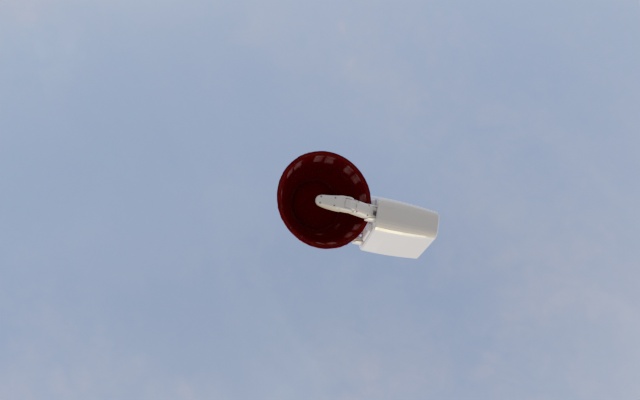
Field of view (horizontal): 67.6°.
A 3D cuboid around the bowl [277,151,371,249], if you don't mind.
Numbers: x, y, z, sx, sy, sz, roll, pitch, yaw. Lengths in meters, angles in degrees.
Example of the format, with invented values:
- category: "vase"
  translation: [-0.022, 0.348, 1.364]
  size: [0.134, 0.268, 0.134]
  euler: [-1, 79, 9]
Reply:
- category: "bowl"
  translation: [-0.001, 0.002, 0.791]
  size: [0.162, 0.162, 0.055]
  euler: [0, -11, -19]
